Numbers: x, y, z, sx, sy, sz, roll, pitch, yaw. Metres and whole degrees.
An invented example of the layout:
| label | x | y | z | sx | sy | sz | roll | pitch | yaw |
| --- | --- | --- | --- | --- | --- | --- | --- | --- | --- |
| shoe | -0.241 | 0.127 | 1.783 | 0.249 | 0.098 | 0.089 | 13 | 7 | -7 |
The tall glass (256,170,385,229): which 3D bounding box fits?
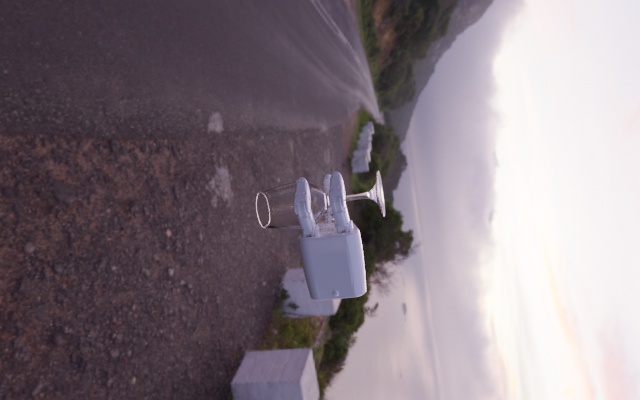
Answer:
| label | x | y | z | sx | sy | sz | roll | pitch | yaw |
| --- | --- | --- | --- | --- | --- | --- | --- | --- | --- |
| tall glass | 0.001 | 0.002 | 0.776 | 0.201 | 0.079 | 0.079 | -8 | -2 | 11 |
